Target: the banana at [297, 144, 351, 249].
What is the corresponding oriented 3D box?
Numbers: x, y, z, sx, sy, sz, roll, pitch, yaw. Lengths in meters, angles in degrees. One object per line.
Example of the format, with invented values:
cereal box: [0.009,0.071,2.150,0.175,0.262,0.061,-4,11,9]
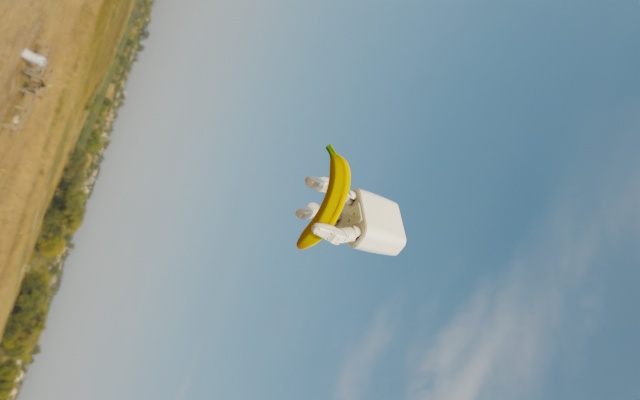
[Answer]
banana: [0.011,0.005,0.841,0.037,0.198,0.069,12,11,-38]
